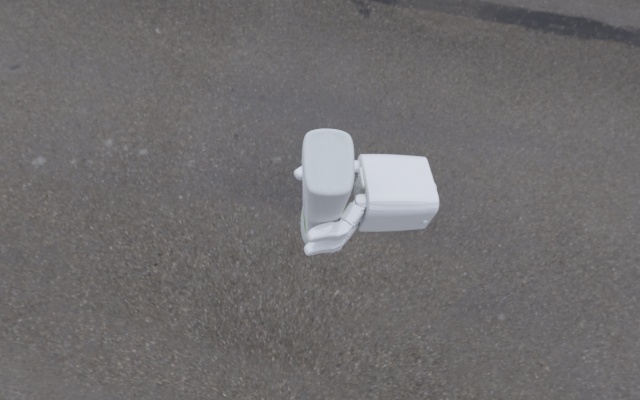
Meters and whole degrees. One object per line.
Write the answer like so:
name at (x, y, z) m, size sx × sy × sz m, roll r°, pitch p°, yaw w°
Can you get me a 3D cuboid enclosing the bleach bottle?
bleach bottle at (0.000, 0.002, 0.719) m, size 0.068 × 0.102 × 0.251 m, roll 2°, pitch -25°, yaw -5°
